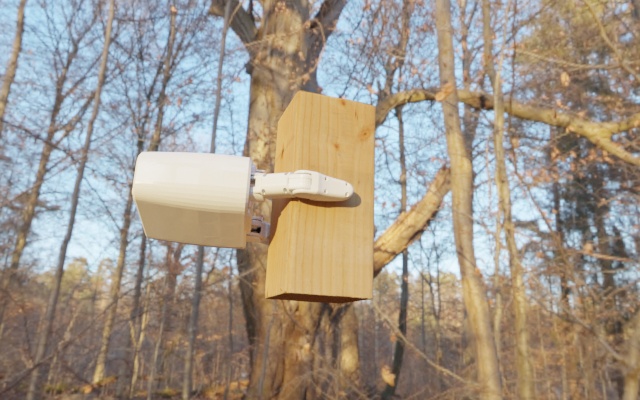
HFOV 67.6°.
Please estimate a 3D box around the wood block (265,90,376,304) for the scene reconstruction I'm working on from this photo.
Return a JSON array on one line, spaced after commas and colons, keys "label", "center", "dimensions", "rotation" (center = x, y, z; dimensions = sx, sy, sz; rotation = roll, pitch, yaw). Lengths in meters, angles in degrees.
[{"label": "wood block", "center": [0.000, 0.001, 0.512], "dimensions": [0.090, 0.206, 0.091], "rotation": [8, -16, -18]}]
